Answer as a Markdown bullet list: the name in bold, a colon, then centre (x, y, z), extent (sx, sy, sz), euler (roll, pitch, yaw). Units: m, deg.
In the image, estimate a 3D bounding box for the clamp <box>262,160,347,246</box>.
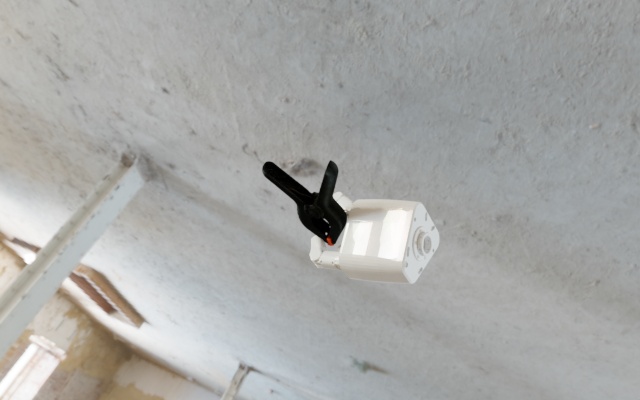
- **clamp**: centre (0.000, 0.003, 0.705), extent (0.120, 0.039, 0.171), euler (0, -41, 40)
